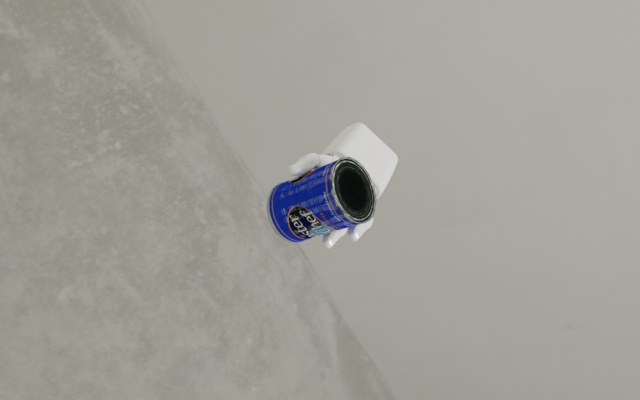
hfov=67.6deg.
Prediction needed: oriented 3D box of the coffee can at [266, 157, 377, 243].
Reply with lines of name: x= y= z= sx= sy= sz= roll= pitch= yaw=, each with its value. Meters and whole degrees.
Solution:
coffee can: x=0.000 y=0.003 z=0.738 sx=0.140 sy=0.103 sz=0.103 roll=-20 pitch=-13 yaw=40
